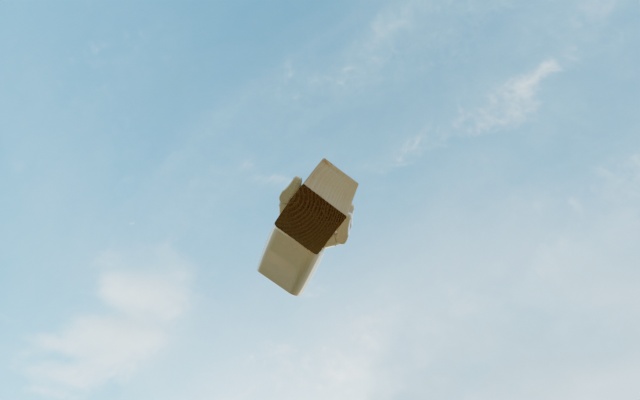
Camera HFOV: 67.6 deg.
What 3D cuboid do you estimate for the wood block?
[{"bbox_3d":[0.000,0.003,0.862,0.091,0.090,0.206,36,19,-2],"label":"wood block"}]
